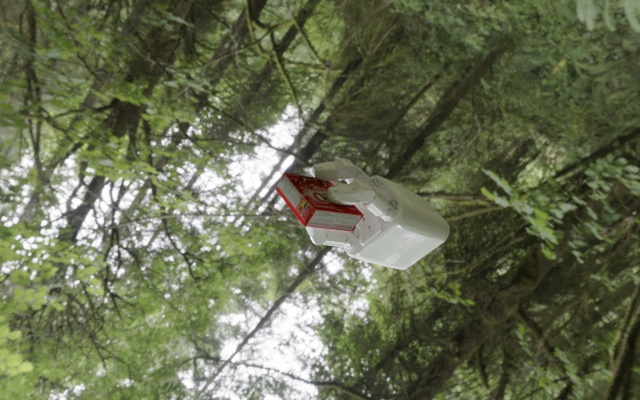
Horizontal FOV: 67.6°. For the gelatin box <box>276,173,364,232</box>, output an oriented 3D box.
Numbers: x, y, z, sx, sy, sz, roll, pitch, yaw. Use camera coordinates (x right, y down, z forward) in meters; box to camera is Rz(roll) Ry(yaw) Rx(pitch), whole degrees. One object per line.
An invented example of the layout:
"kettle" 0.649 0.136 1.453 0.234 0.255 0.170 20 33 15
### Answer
"gelatin box" 0.000 0.002 0.589 0.089 0.030 0.073 8 32 -44
